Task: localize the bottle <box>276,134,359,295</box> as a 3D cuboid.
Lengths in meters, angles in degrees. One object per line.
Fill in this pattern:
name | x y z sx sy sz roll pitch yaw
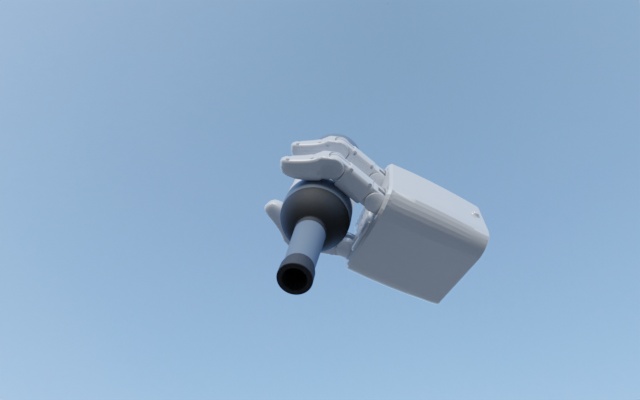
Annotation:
bottle | 0.000 0.001 0.479 0.069 0.069 0.295 0 22 8
